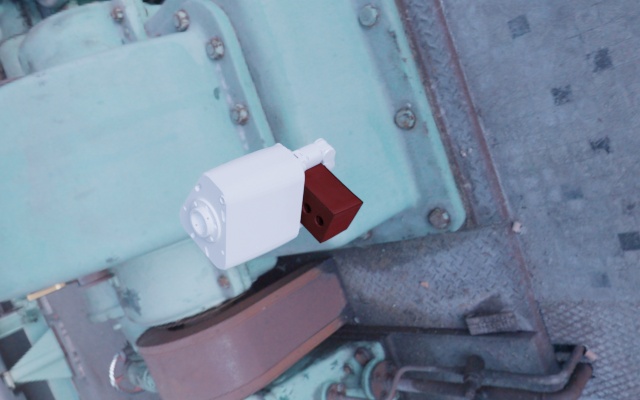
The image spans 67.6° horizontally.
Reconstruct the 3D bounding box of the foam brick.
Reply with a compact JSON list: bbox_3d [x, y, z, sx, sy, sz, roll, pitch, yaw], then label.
[{"bbox_3d":[0.000,0.002,0.570,0.051,0.053,0.078,-25,61,-42],"label":"foam brick"}]
